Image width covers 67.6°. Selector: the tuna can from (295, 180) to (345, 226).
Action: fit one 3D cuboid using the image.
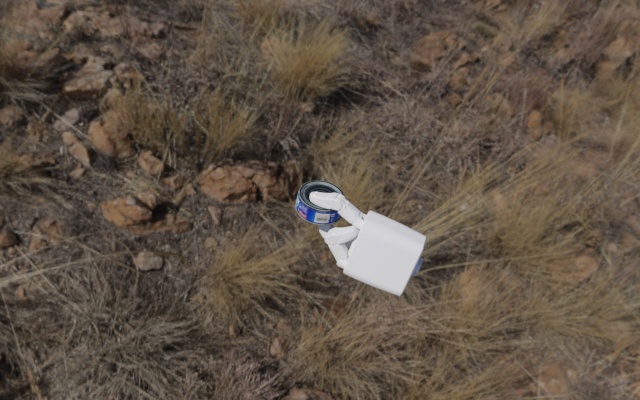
[{"bbox_3d":[0.000,0.002,0.838,0.086,0.034,0.086,7,40,-6],"label":"tuna can"}]
